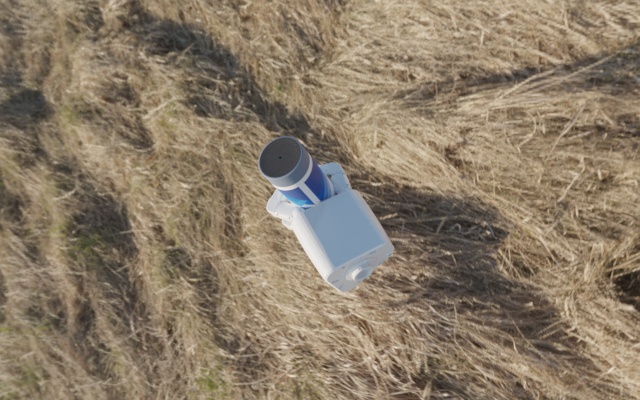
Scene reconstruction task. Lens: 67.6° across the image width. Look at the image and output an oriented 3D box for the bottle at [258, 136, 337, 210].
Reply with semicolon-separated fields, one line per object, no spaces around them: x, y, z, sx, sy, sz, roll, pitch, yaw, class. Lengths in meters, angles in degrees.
0.000;0.002;0.761;0.069;0.069;0.296;0;-24;24;bottle
